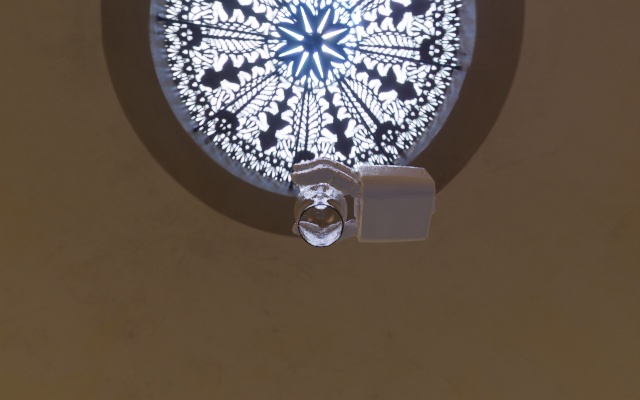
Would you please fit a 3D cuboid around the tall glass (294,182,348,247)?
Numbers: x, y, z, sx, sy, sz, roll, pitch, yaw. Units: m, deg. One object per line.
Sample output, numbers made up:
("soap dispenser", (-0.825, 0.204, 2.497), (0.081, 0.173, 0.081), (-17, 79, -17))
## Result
("tall glass", (0.000, 0.002, 0.728), (0.079, 0.079, 0.201), (0, 19, 0))
